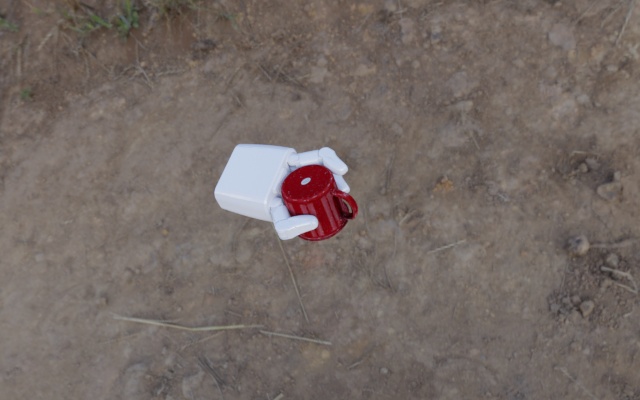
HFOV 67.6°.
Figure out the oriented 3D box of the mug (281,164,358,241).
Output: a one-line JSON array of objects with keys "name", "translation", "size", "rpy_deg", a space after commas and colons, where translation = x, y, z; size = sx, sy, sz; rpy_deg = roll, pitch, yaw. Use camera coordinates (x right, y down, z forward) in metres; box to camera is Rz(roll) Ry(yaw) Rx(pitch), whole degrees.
[{"name": "mug", "translation": [0.001, 0.002, 0.712], "size": [0.117, 0.093, 0.082], "rpy_deg": [10, -39, 29]}]
